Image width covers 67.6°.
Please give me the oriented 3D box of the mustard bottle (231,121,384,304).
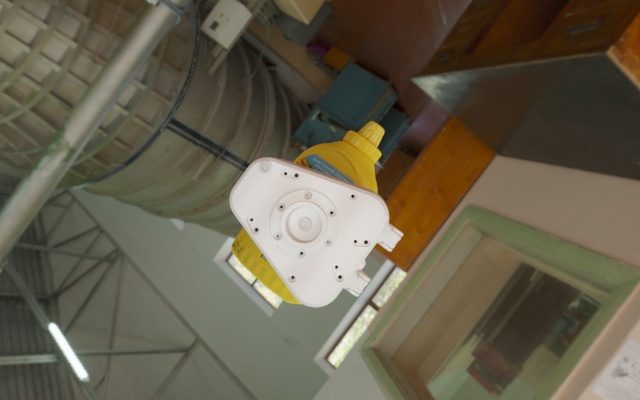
[{"bbox_3d":[0.000,0.002,0.480,0.096,0.191,0.058,37,2,27],"label":"mustard bottle"}]
